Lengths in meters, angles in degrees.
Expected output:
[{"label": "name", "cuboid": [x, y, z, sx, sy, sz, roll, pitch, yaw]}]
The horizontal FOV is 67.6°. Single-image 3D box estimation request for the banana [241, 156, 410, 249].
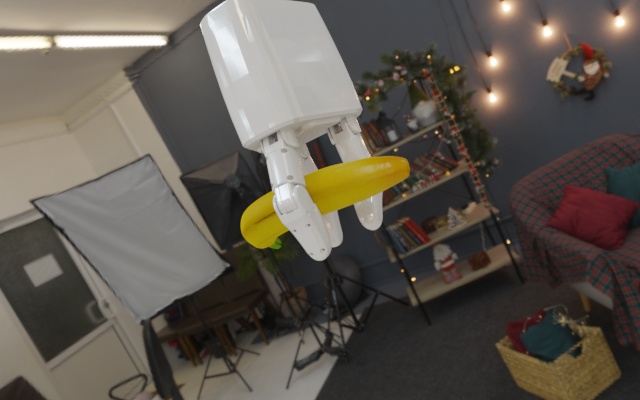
[{"label": "banana", "cuboid": [-0.016, 0.005, 0.402, 0.069, 0.037, 0.198, -8, -14, -40]}]
